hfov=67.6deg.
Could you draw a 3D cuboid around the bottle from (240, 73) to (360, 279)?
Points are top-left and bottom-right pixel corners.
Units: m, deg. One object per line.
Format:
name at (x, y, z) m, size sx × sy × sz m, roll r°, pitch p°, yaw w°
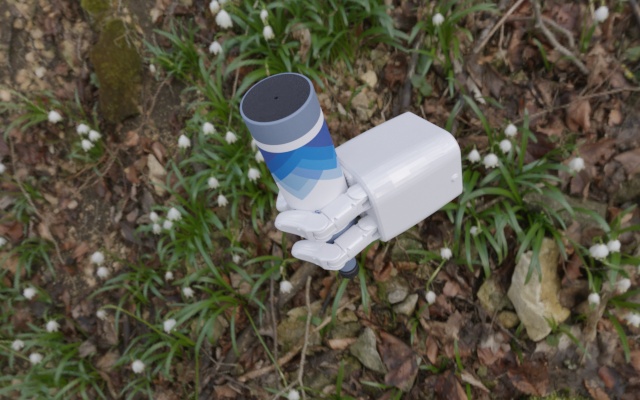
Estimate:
bottle at (0.000, 0.002, 0.517) m, size 0.069 × 0.069 × 0.296 m, roll 0°, pitch -37°, yaw 19°
